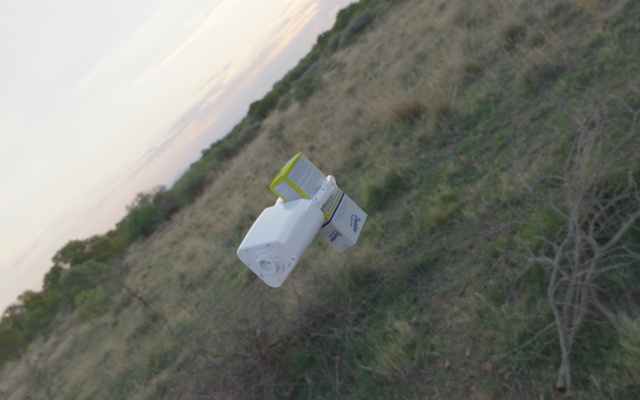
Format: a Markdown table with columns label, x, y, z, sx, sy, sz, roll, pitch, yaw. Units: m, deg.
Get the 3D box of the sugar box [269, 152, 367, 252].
| label | x | y | z | sx | sy | sz | roll | pitch | yaw |
| --- | --- | --- | --- | --- | --- | --- | --- | --- | --- |
| sugar box | 0.000 | 0.003 | 0.852 | 0.048 | 0.176 | 0.093 | -35 | 16 | 37 |
